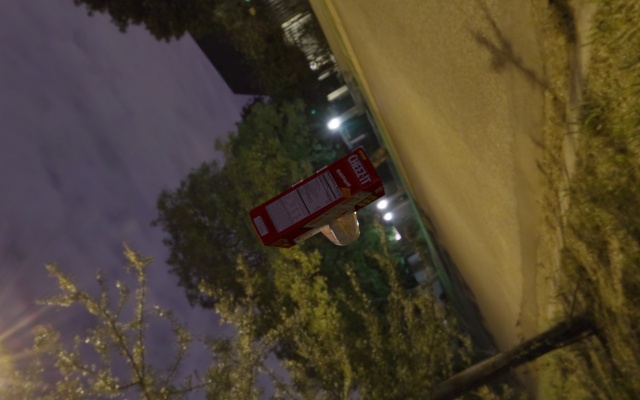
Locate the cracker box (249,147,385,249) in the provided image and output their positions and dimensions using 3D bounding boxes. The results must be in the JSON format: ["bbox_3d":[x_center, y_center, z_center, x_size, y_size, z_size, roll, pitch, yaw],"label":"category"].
[{"bbox_3d":[0.000,0.003,0.826,0.214,0.072,0.164,-30,-12,5],"label":"cracker box"}]
